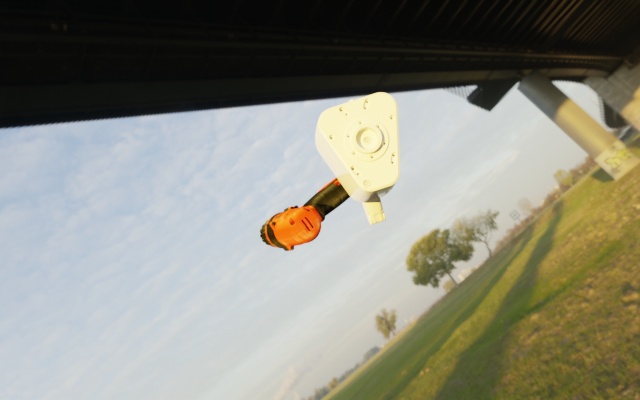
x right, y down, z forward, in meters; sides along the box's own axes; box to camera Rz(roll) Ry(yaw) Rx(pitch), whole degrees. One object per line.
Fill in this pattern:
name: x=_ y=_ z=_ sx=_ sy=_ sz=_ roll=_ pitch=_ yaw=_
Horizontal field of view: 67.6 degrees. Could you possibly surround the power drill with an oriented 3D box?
power drill: x=0.001 y=0.002 z=0.701 sx=0.187 sy=0.057 sz=0.184 roll=-41 pitch=10 yaw=-21
